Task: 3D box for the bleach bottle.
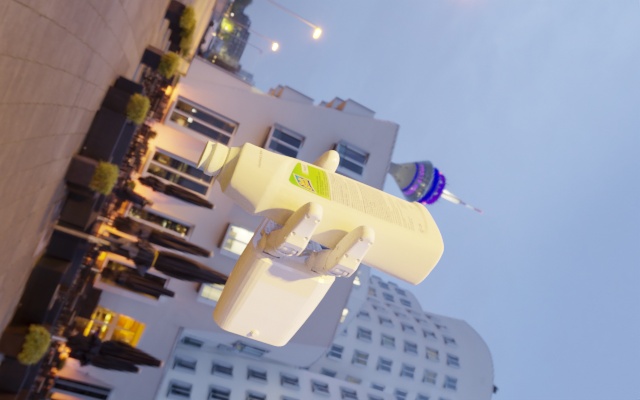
[{"bbox_3d":[0.000,0.002,0.482,0.251,0.068,0.102,24,23,-19],"label":"bleach bottle"}]
